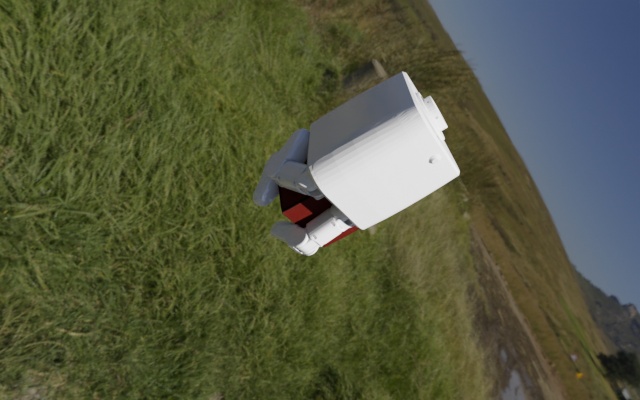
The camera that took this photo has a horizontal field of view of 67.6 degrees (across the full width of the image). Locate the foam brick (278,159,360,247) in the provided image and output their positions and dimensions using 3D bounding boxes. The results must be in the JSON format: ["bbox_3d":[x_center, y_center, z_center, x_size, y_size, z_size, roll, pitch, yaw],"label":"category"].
[{"bbox_3d":[0.000,0.002,0.491,0.051,0.053,0.078,-30,-45,18],"label":"foam brick"}]
